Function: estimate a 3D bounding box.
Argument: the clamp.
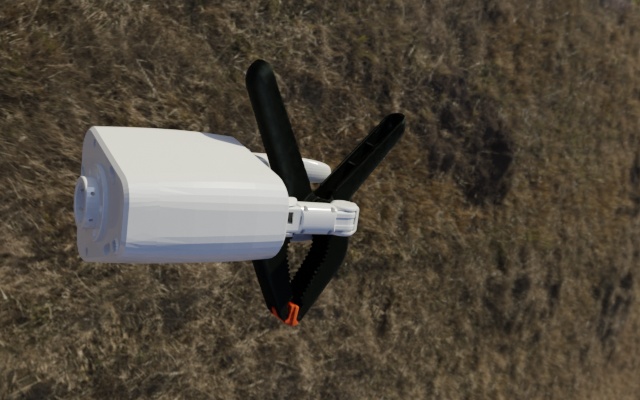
[{"bbox_3d":[0.000,0.002,0.409,0.164,0.210,0.036,2,10,-36],"label":"clamp"}]
